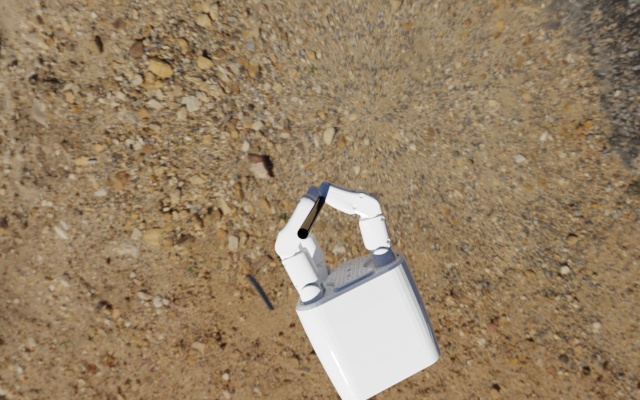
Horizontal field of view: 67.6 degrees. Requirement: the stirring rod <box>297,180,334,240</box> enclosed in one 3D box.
[{"bbox_3d":[0.000,0.001,0.439,0.011,0.011,0.239,0,10,6],"label":"stirring rod"}]
